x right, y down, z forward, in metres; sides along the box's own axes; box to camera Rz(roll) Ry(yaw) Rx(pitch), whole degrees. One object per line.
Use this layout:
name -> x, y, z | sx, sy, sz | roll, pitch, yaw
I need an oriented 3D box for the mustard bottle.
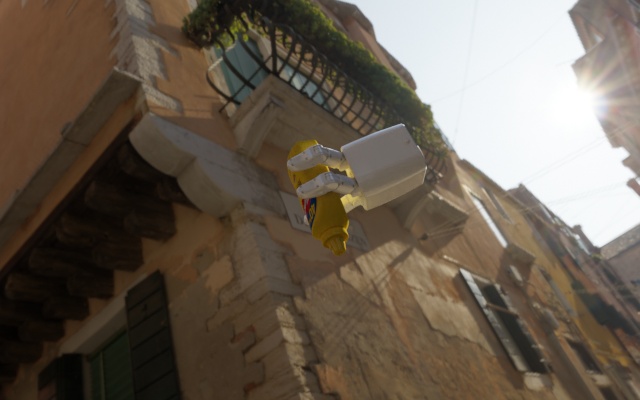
mustard bottle -> 0.000, 0.002, 0.744 | 0.058, 0.191, 0.096 | -9, -36, -18
